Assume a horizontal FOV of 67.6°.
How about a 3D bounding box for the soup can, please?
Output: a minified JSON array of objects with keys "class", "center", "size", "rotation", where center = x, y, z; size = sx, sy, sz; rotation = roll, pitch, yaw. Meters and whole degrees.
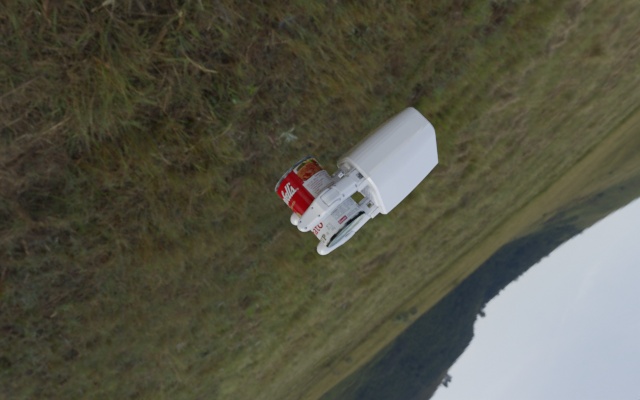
[{"class":"soup can","center":[0.000,0.003,0.613],"size":[0.068,0.102,0.068],"rotation":[-41,-12,-10]}]
